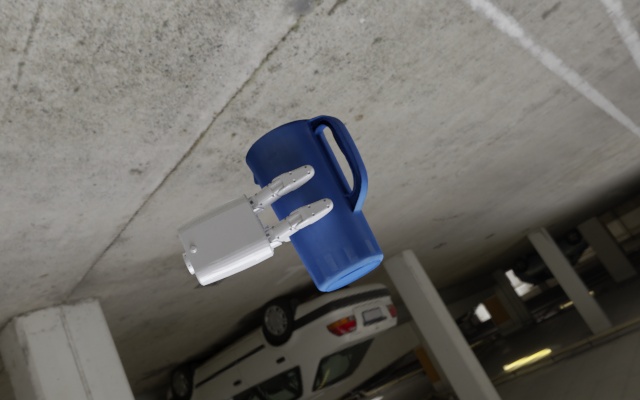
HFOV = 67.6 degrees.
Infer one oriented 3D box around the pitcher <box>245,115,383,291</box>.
[{"bbox_3d":[0.000,0.002,0.718,0.145,0.242,0.149,-24,-17,-13],"label":"pitcher"}]
